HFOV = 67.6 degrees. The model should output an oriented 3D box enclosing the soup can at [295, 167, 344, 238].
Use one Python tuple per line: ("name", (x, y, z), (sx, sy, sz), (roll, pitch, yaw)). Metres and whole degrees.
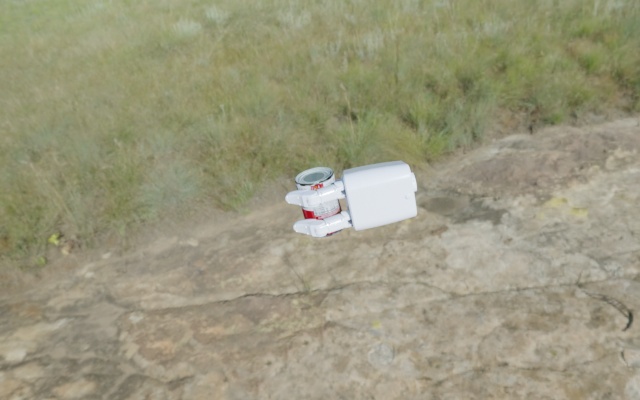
("soup can", (0.000, 0.002, 0.810), (0.068, 0.102, 0.068), (-11, 25, 5))
